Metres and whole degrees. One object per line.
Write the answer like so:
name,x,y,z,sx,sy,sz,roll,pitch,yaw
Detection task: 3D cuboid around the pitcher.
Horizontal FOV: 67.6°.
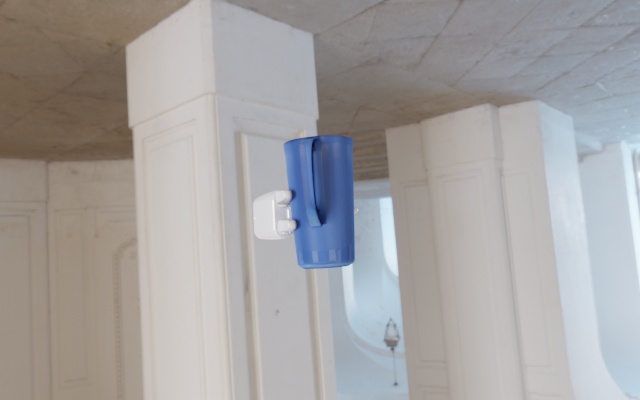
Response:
pitcher,0.000,0.003,0.891,0.149,0.243,0.145,-1,-6,-34
